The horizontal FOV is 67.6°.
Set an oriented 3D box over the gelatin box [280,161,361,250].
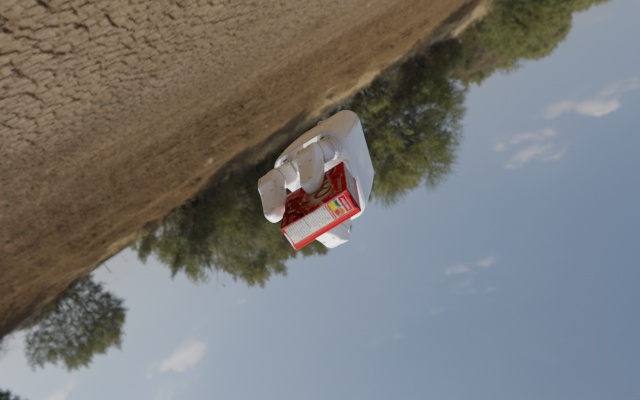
[{"bbox_3d":[0.000,0.002,0.472,0.073,0.030,0.089,-31,19,12],"label":"gelatin box"}]
